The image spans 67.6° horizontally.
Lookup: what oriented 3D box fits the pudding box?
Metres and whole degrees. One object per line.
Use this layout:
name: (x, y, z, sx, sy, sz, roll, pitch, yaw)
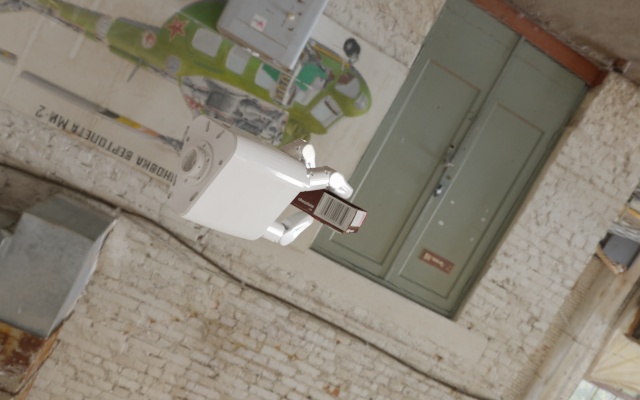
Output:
pudding box: (0.000, 0.002, 0.625, 0.113, 0.039, 0.090, 31, 5, 13)
